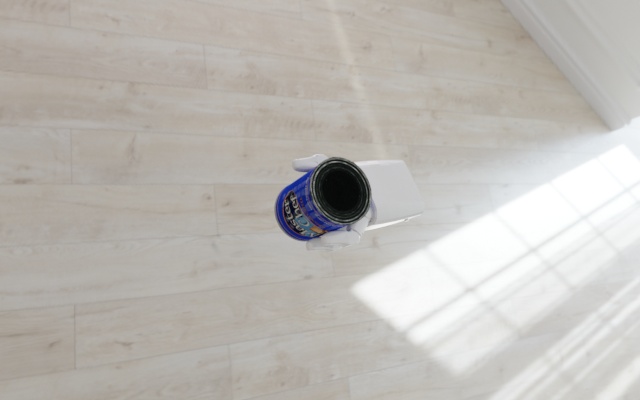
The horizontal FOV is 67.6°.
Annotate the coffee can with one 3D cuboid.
[{"bbox_3d":[0.000,0.002,0.750,0.103,0.102,0.140,0,-14,-27],"label":"coffee can"}]
